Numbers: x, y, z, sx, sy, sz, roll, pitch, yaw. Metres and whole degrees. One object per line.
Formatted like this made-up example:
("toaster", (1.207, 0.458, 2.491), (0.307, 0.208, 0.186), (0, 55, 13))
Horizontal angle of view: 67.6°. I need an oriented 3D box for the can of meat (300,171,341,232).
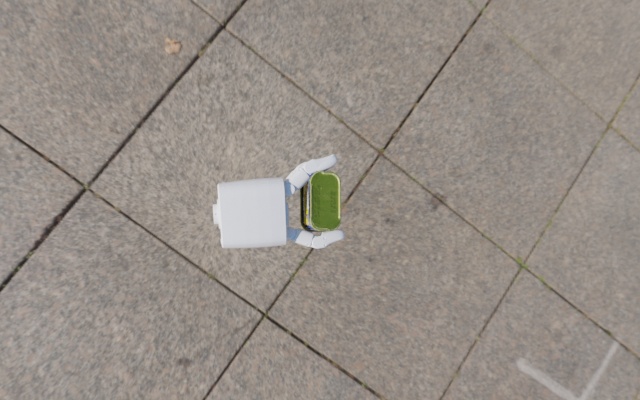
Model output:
("can of meat", (0.000, 0.003, 0.801), (0.057, 0.102, 0.084), (0, -2, -11))
